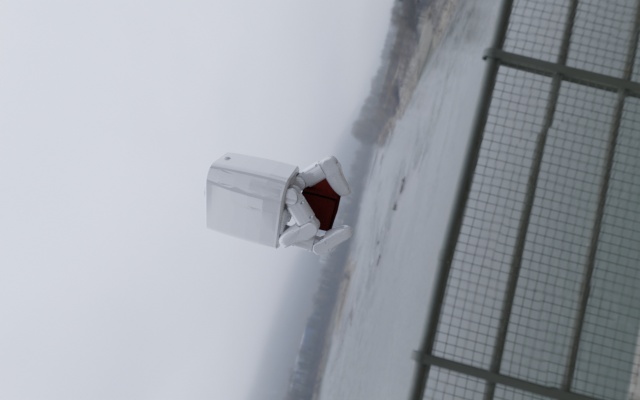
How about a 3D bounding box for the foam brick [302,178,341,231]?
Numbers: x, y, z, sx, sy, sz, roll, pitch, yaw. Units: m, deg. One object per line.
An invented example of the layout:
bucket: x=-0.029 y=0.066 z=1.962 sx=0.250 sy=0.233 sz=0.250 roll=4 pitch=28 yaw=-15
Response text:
foam brick: x=0.000 y=0.002 z=0.689 sx=0.051 sy=0.053 sz=0.078 roll=13 pitch=21 yaw=5
